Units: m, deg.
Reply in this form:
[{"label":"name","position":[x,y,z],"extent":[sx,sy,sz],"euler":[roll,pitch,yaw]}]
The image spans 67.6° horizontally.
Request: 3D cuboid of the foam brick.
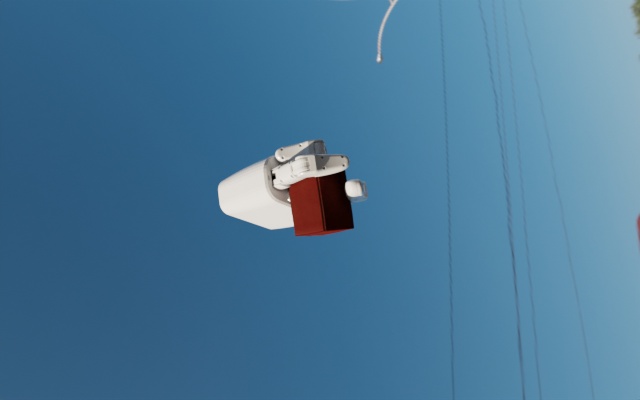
[{"label":"foam brick","position":[0.000,0.002,0.570],"extent":[0.051,0.078,0.053],"euler":[-17,-13,42]}]
